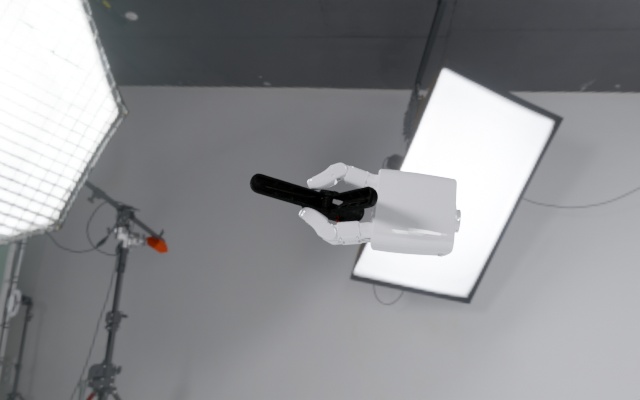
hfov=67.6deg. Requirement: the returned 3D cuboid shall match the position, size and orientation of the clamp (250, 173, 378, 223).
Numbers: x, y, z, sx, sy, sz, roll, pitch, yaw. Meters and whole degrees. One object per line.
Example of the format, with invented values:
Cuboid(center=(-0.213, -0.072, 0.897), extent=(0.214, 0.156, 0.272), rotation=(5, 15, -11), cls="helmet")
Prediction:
Cuboid(center=(0.001, 0.002, 0.675), extent=(0.164, 0.036, 0.210), rotation=(10, -9, 9), cls="clamp")
